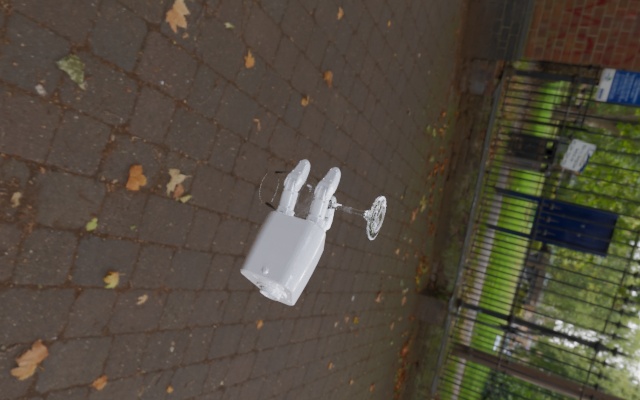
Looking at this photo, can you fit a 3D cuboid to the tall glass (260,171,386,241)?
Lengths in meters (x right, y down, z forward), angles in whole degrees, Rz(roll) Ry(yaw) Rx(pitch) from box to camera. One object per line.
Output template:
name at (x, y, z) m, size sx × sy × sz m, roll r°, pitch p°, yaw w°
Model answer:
tall glass at (0.001, 0.003, 0.782) m, size 0.201 × 0.079 × 0.079 m, roll 16°, pitch 6°, yaw 23°
